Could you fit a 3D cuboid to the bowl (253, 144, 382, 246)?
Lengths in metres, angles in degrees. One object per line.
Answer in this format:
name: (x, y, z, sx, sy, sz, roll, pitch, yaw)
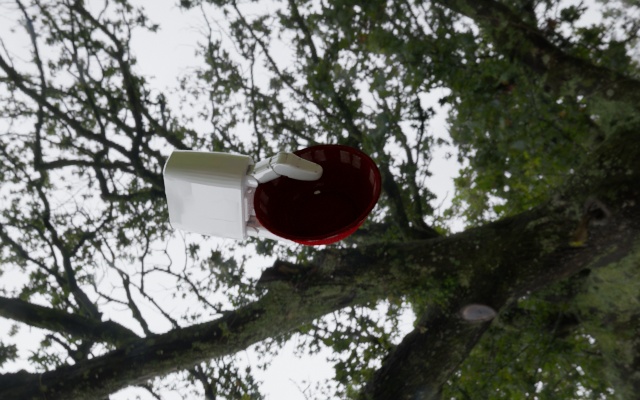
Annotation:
bowl: (0.001, 0.002, 0.603, 0.162, 0.162, 0.055, 0, -41, 17)
